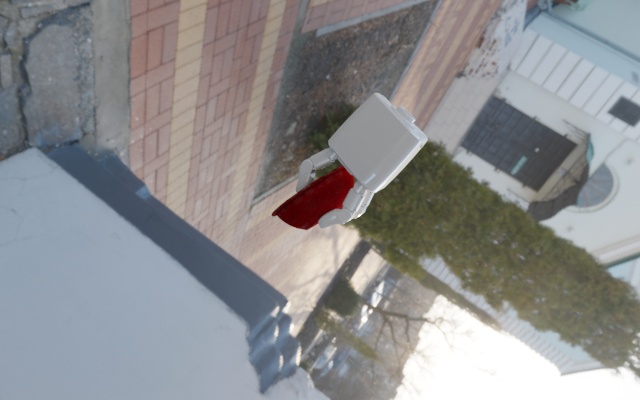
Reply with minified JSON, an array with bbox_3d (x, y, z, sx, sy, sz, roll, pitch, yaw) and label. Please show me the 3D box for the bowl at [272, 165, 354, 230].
[{"bbox_3d":[-0.001,0.004,0.797,0.162,0.055,0.162,-33,-4,-2],"label":"bowl"}]
